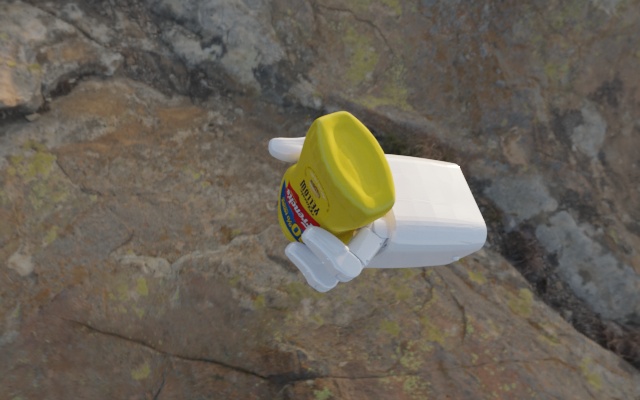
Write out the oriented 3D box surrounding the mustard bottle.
[{"bbox_3d":[0.000,0.001,0.468,0.058,0.096,0.192,-23,-13,-26],"label":"mustard bottle"}]
